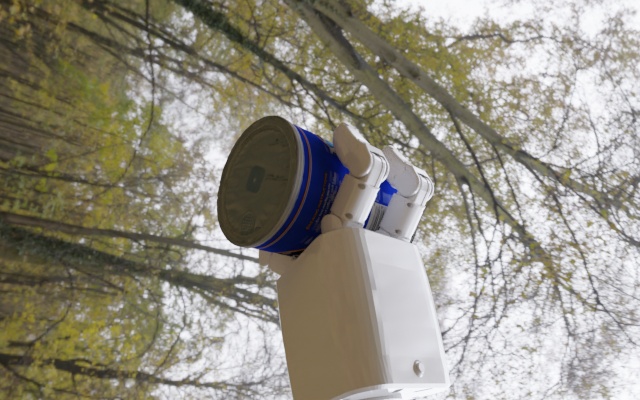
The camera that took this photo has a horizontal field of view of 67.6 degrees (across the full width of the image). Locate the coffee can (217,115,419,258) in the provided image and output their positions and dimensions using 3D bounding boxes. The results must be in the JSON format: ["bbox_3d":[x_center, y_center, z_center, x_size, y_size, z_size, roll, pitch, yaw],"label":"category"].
[{"bbox_3d":[0.000,0.001,0.403,0.140,0.103,0.103,19,-12,-40],"label":"coffee can"}]
